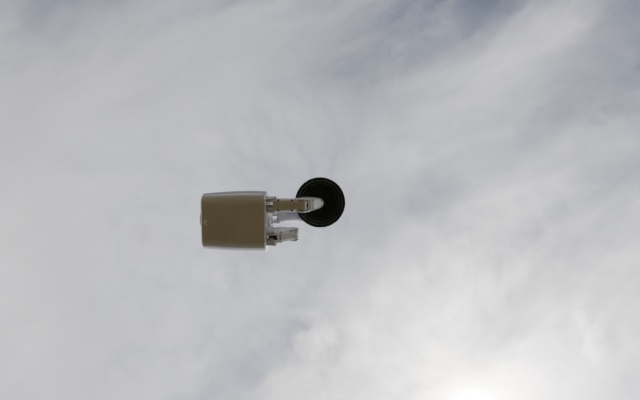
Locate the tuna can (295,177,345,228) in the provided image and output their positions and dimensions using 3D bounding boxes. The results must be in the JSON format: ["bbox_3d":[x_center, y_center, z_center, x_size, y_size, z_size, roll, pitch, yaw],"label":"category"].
[{"bbox_3d":[0.000,0.003,0.823,0.086,0.086,0.034,0,3,4],"label":"tuna can"}]
